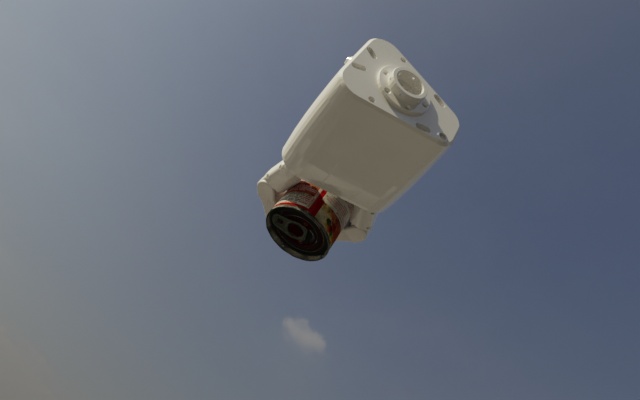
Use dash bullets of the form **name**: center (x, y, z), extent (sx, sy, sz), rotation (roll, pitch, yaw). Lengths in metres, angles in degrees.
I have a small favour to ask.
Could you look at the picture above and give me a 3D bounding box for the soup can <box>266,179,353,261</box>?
- **soup can**: center (0.000, 0.002, 0.480), extent (0.068, 0.068, 0.102), rotation (0, 37, 34)
